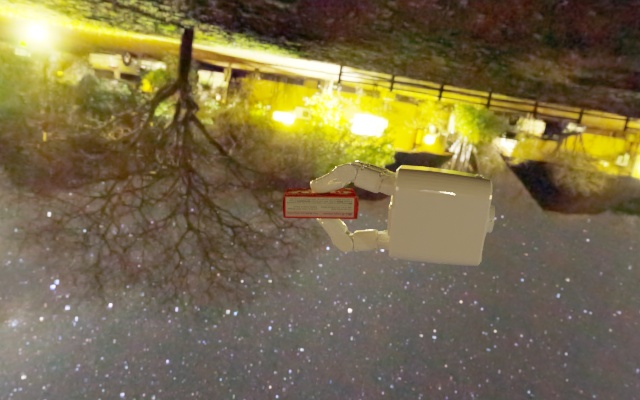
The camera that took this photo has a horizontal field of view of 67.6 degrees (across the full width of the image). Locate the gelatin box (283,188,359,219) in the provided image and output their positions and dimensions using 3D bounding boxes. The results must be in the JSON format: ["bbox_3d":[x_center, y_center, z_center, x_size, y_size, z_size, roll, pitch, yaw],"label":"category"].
[{"bbox_3d":[0.000,0.002,0.588,0.089,0.030,0.073,0,9,0],"label":"gelatin box"}]
